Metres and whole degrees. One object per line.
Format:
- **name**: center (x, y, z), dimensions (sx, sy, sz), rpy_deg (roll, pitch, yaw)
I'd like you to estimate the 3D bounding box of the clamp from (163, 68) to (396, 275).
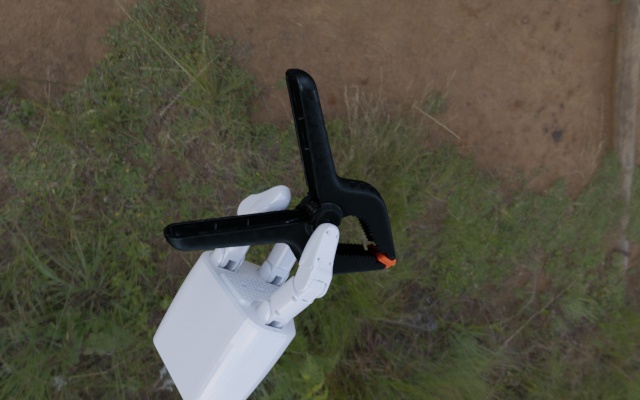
- **clamp**: center (0.001, 0.002, 0.405), dimensions (0.210, 0.164, 0.036), rpy_deg (26, 14, -35)
